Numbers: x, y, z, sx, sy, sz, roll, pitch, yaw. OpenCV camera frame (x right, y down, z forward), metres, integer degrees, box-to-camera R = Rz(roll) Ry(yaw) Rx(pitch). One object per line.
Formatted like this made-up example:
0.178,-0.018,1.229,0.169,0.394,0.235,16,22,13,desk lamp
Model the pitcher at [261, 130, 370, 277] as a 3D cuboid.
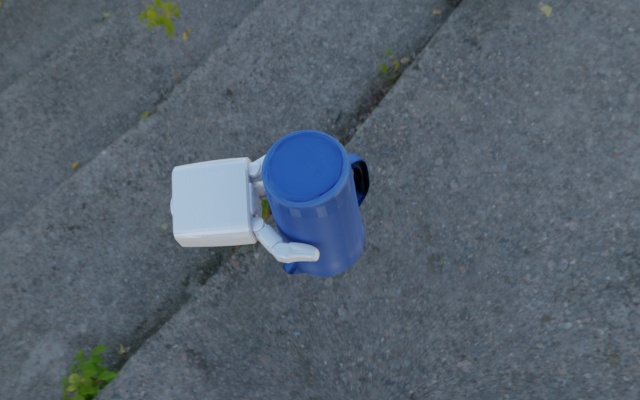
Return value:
0.000,0.002,0.671,0.145,0.149,0.243,-3,-26,4,pitcher
